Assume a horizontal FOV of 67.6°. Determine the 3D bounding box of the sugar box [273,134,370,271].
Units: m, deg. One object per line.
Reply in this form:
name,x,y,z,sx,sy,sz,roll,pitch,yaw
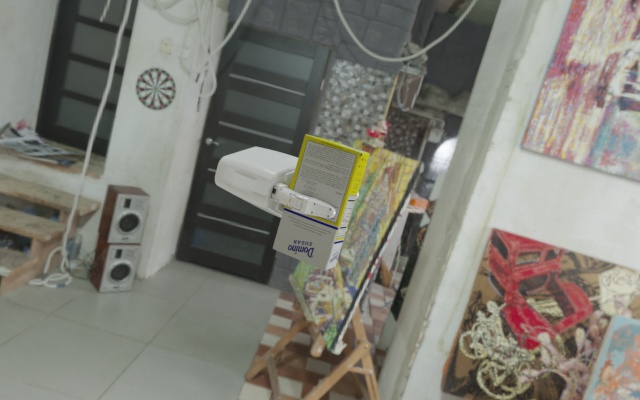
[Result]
sugar box,0.000,0.002,0.693,0.093,0.176,0.048,21,11,23
